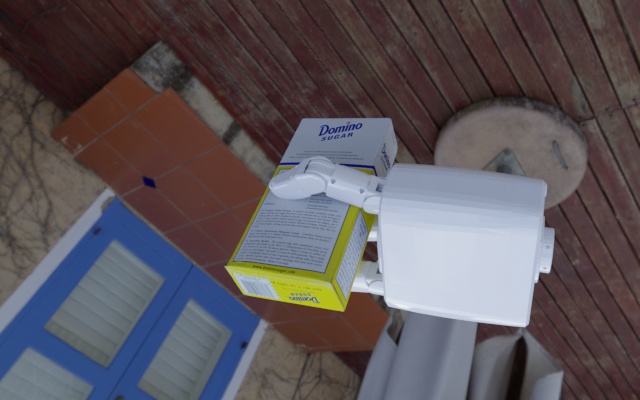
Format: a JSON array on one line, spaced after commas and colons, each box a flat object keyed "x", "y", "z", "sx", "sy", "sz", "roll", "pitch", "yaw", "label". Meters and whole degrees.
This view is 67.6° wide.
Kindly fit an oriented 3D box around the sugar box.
[{"x": 0.000, "y": 0.002, "z": 0.407, "sx": 0.093, "sy": 0.176, "sz": 0.048, "roll": 5, "pitch": -42, "yaw": 25, "label": "sugar box"}]
